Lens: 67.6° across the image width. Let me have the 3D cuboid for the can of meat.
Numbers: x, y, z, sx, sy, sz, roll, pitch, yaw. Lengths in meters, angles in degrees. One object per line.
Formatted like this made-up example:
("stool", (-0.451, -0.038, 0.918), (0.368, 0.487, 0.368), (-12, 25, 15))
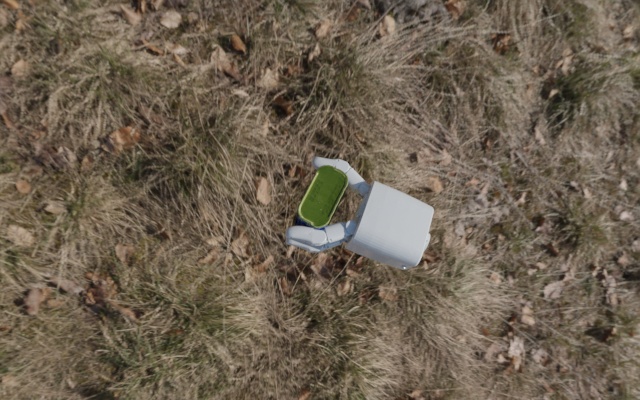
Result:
("can of meat", (0.000, 0.002, 0.739), (0.057, 0.102, 0.084), (26, -15, 1))
